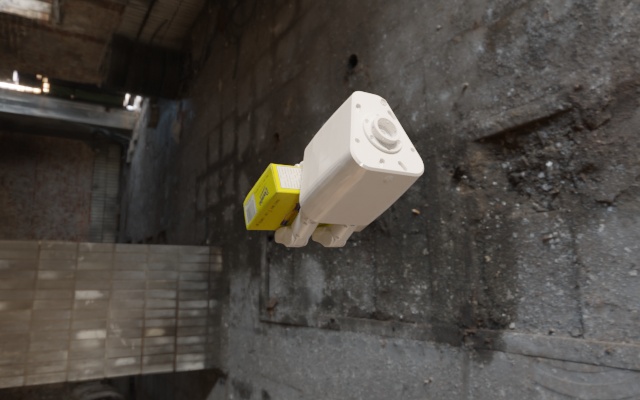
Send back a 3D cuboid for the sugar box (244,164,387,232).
[{"bbox_3d":[0.000,0.002,0.608,0.176,0.048,0.093,5,-33,-31],"label":"sugar box"}]
